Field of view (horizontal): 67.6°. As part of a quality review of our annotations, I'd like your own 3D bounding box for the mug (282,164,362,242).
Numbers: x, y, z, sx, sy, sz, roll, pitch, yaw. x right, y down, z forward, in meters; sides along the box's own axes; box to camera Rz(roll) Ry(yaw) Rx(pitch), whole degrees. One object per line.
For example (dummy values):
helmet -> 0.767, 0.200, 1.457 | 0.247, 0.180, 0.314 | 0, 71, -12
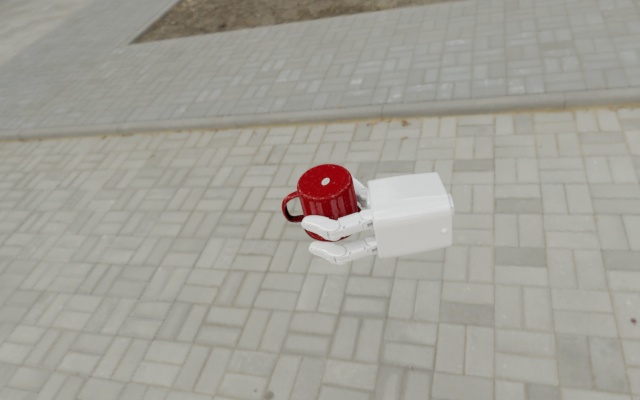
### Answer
mug -> -0.001, 0.002, 0.705 | 0.117, 0.082, 0.093 | -9, 41, 5
